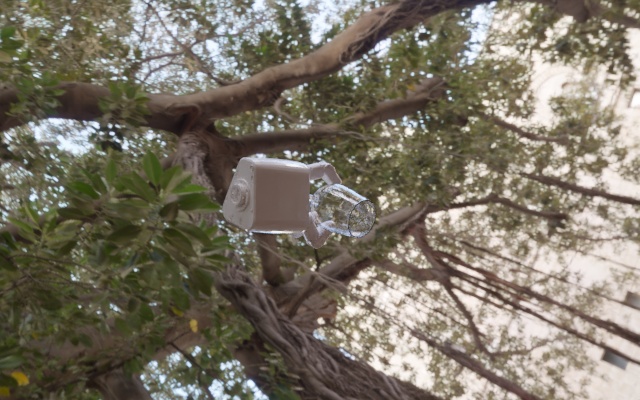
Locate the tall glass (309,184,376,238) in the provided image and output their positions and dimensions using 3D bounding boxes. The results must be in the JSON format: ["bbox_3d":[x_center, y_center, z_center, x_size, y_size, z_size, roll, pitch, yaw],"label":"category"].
[{"bbox_3d":[0.000,0.002,0.803,0.079,0.079,0.201,0,15,-43],"label":"tall glass"}]
